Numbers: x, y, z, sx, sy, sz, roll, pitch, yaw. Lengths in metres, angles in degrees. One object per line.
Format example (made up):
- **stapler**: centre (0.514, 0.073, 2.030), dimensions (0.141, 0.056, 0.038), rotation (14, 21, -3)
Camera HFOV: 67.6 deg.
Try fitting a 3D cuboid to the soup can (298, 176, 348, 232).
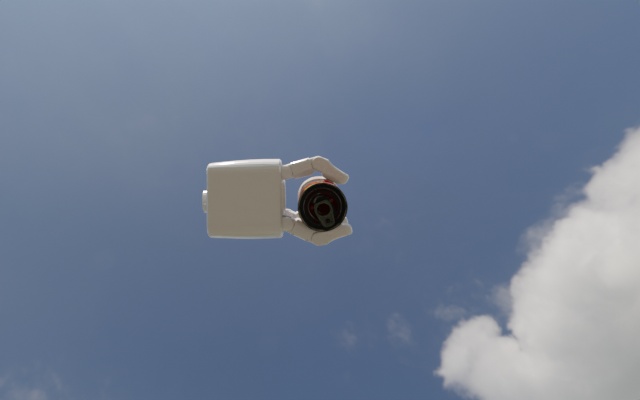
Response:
- **soup can**: centre (0.001, 0.002, 0.693), dimensions (0.068, 0.068, 0.102), rotation (0, 8, -3)
